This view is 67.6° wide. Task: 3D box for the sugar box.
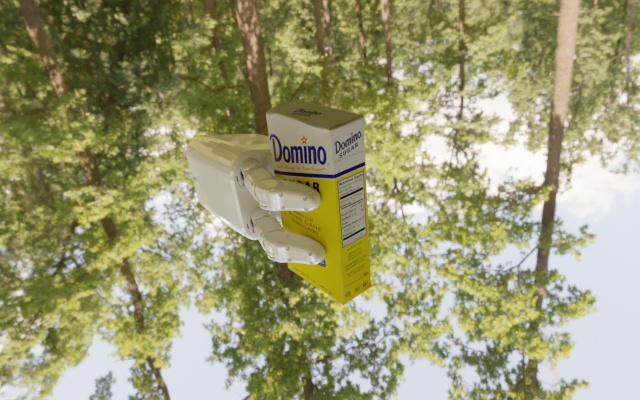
[{"bbox_3d":[0.000,0.002,0.448,0.048,0.176,0.093,-28,34,-32],"label":"sugar box"}]
